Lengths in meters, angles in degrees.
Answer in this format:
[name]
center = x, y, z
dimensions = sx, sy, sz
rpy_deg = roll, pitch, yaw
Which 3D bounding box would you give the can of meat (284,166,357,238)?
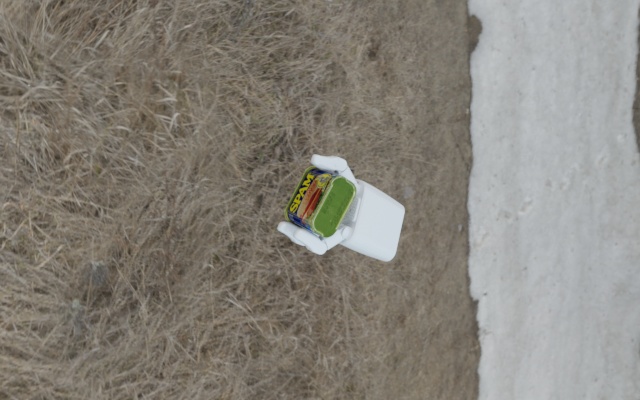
[can of meat]
center = 0.000, 0.002, 0.755
dimensions = 0.057, 0.102, 0.084
rpy_deg = 30, -5, -34
